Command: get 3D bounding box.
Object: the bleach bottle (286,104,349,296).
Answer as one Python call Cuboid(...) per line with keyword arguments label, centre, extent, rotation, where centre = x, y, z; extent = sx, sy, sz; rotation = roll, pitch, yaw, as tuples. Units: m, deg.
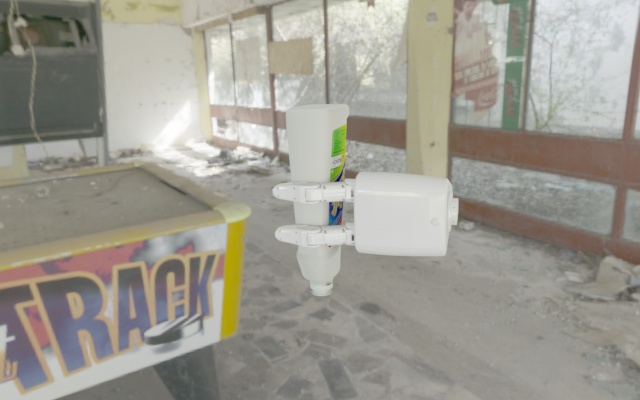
Cuboid(label="bleach bottle", centre=(0.000, 0.002, 0.634), extent=(0.068, 0.251, 0.102), rotation=(3, 15, 18))
